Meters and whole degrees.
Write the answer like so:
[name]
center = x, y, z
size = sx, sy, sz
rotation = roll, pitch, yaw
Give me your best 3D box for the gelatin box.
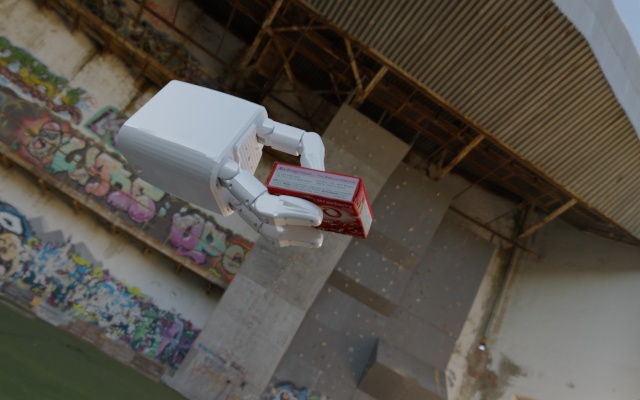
[gelatin box]
center = 0.001, 0.001, 0.451
size = 0.089, 0.030, 0.073
rotation = 11, -26, 20
